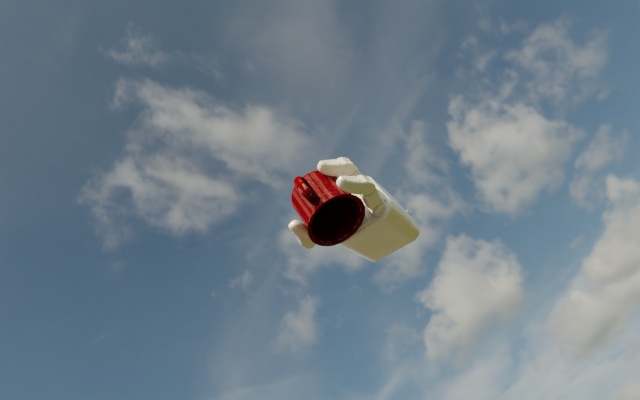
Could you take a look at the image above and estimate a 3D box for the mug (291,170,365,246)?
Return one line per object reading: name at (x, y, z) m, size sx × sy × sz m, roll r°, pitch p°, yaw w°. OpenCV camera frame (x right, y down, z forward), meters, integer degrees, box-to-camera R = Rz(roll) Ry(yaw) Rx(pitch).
mug at (-0.001, 0.002, 0.705) m, size 0.117 × 0.093 × 0.081 m, roll 37°, pitch 11°, yaw -43°
